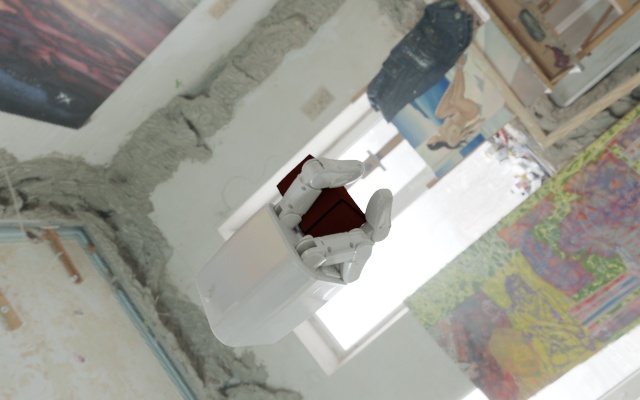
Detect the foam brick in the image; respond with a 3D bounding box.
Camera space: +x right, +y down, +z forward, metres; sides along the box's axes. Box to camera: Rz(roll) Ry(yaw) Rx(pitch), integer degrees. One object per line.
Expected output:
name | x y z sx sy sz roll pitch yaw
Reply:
foam brick | 0.000 0.001 0.484 0.053 0.051 0.078 37 15 -46
